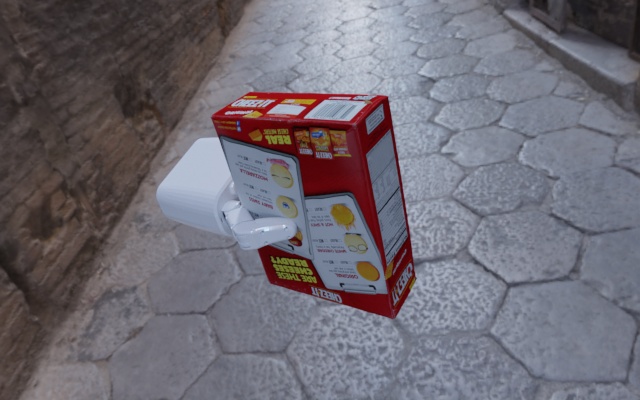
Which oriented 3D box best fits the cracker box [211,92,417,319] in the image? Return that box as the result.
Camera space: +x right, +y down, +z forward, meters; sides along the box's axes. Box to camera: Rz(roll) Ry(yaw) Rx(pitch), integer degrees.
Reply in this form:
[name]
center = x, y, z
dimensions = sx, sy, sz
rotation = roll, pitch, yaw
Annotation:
[cracker box]
center = 0.000, 0.002, 0.479
dimensions = 0.164, 0.214, 0.072
rotation = 9, 38, 34
